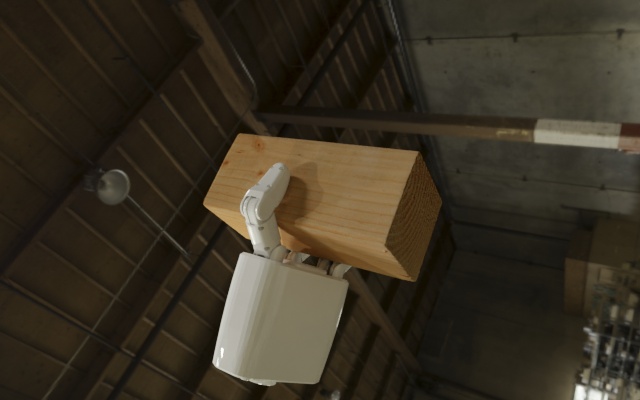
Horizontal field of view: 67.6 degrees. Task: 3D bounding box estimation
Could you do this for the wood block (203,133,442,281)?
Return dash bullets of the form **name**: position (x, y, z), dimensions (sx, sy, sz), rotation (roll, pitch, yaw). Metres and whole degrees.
- **wood block**: position (0.000, 0.002, 0.472), dimensions (0.206, 0.090, 0.091), rotation (10, -23, 32)
